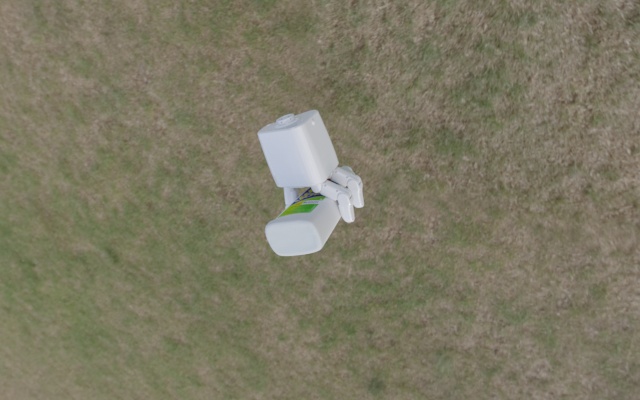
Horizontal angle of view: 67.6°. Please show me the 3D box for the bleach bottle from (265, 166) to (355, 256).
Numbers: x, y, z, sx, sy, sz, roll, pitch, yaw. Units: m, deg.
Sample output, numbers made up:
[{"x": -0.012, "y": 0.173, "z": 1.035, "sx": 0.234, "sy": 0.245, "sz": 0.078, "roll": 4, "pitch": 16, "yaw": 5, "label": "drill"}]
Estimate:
[{"x": 0.000, "y": 0.003, "z": 0.871, "sx": 0.102, "sy": 0.068, "sz": 0.250, "roll": -9, "pitch": 25, "yaw": 28, "label": "bleach bottle"}]
